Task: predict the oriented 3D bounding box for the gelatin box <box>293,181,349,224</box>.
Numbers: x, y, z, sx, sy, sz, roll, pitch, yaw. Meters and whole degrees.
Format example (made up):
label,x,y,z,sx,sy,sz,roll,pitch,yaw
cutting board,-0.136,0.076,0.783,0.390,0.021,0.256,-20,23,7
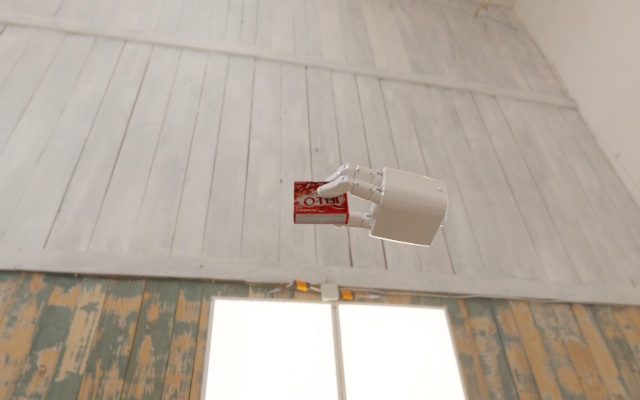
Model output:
label,x,y,z,sx,sy,sz,roll,pitch,yaw
gelatin box,0.000,0.003,0.779,0.089,0.073,0.030,0,-43,-3
